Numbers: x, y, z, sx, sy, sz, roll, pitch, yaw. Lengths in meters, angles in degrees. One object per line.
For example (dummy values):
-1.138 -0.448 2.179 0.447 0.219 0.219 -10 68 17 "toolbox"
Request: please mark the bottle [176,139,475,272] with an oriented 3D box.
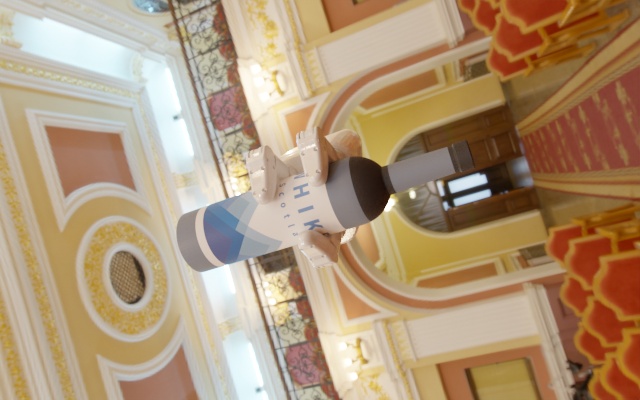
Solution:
0.000 0.002 0.468 0.296 0.069 0.069 -18 -6 17 "bottle"
